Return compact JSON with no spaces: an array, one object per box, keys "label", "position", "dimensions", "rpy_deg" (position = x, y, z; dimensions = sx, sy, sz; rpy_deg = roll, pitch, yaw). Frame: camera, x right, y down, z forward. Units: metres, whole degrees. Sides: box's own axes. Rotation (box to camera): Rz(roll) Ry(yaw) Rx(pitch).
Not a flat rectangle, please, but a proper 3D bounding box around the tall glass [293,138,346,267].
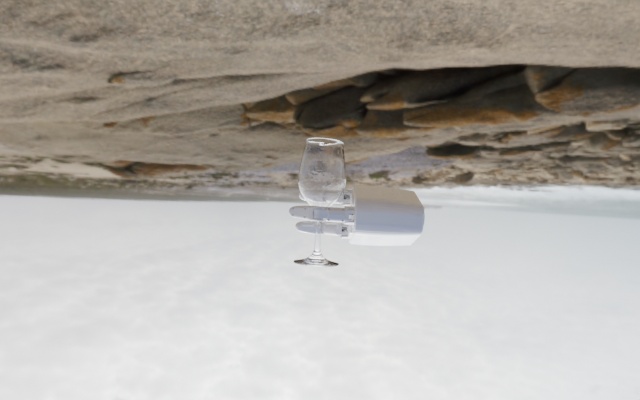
[{"label":"tall glass","position":[0.000,0.003,0.773],"dimensions":[0.079,0.201,0.079],"rpy_deg":[4,0,0]}]
